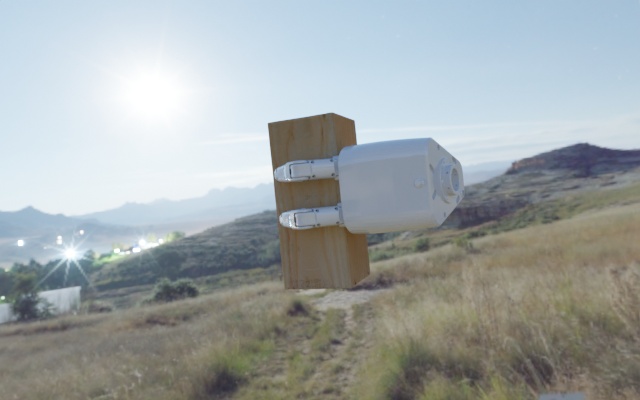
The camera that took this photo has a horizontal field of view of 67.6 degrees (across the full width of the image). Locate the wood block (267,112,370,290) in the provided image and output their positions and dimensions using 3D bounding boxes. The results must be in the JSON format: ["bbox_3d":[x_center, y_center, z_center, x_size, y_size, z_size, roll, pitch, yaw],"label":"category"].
[{"bbox_3d":[0.001,0.002,0.610,0.090,0.206,0.091,-5,1,22],"label":"wood block"}]
